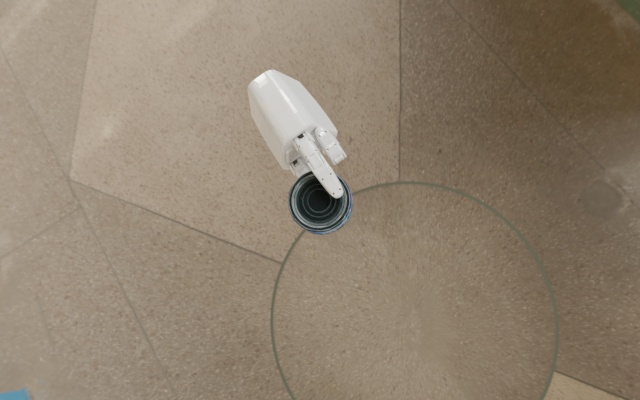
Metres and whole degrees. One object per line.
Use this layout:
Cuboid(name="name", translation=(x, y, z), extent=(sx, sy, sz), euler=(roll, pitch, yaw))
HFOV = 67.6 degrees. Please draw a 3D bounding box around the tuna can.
Cuboid(name="tuna can", translation=(0.000, 0.002, 0.642), extent=(0.086, 0.086, 0.034), euler=(0, -9, 7))
